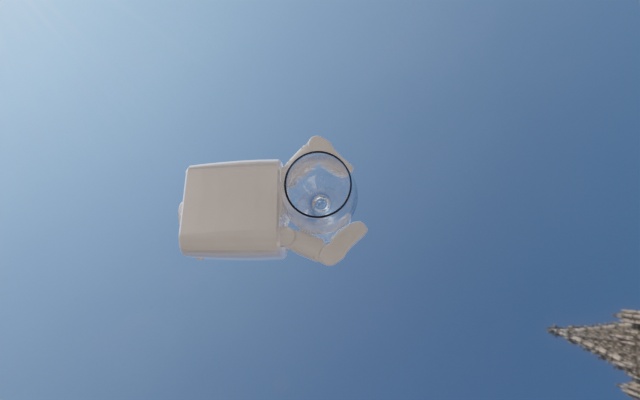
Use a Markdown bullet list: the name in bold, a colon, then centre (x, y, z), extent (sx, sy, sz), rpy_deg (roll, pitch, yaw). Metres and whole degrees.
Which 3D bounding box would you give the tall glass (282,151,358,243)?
- **tall glass**: centre (0.000, 0.002, 0.526), extent (0.079, 0.079, 0.201), rpy_deg (0, -10, 1)
